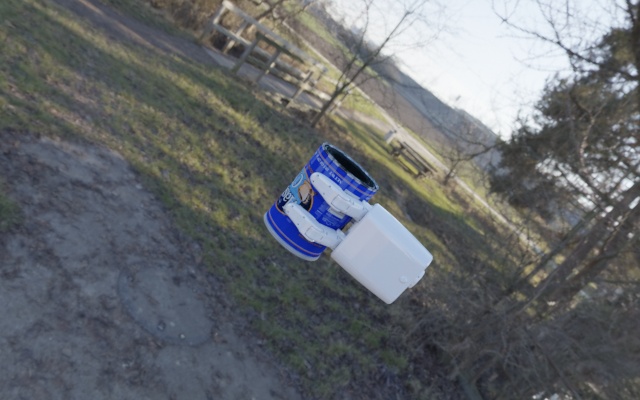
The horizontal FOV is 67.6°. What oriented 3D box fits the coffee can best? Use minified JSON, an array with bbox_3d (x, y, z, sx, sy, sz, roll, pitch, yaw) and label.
[{"bbox_3d":[0.000,0.002,0.691,0.103,0.140,0.102,37,16,-12],"label":"coffee can"}]
